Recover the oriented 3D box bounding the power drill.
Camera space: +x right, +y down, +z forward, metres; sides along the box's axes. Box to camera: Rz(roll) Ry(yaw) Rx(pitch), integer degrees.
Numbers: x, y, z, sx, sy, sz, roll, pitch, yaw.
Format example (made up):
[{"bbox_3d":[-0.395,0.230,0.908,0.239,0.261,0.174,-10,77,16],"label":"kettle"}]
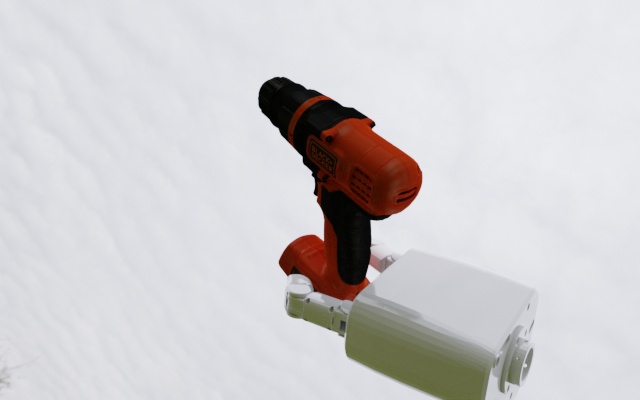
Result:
[{"bbox_3d":[0.000,0.002,0.421,0.057,0.188,0.184,-21,44,-28],"label":"power drill"}]
